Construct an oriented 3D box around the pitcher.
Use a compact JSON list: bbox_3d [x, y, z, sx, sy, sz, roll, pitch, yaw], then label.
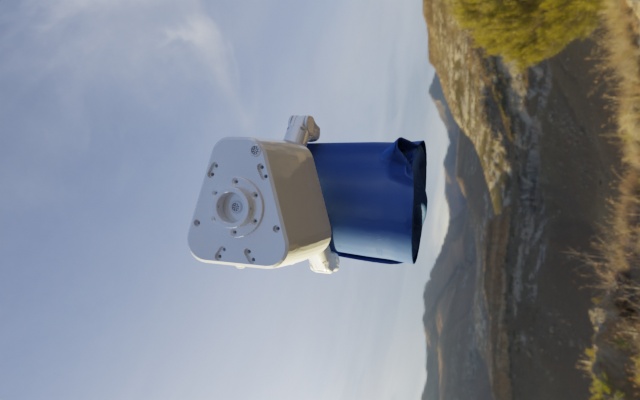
[{"bbox_3d":[0.000,0.002,0.554,0.243,0.149,0.145,4,4,18],"label":"pitcher"}]
